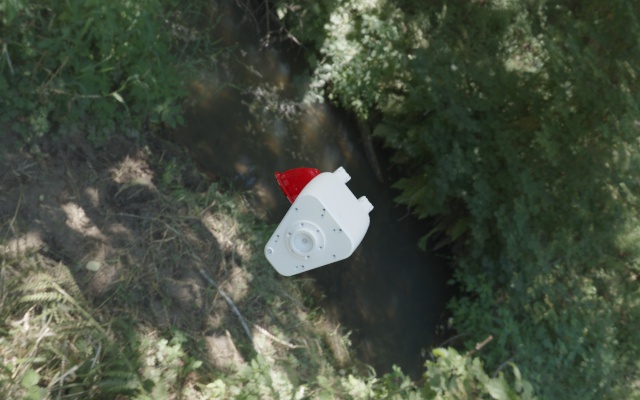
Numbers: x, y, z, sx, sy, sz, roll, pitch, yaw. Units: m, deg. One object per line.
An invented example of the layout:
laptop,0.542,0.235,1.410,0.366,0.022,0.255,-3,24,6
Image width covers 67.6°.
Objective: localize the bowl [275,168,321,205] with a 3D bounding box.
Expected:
bowl,0.000,0.002,0.756,0.055,0.162,0.162,-38,-5,6
